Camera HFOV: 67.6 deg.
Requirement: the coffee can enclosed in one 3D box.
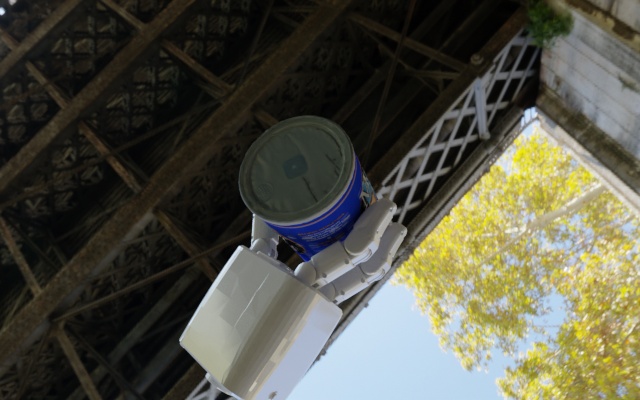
[{"bbox_3d":[0.000,0.001,0.454,0.103,0.102,0.140,0,-26,21],"label":"coffee can"}]
